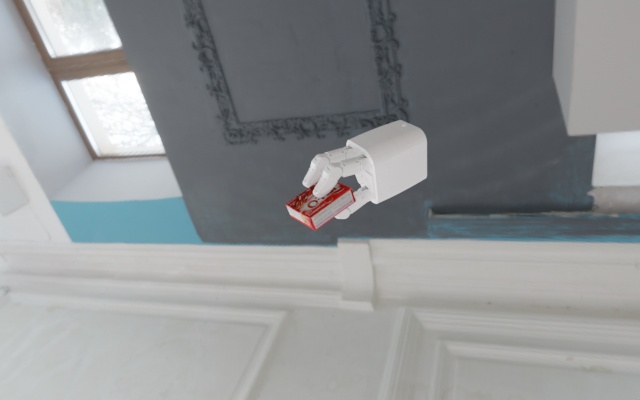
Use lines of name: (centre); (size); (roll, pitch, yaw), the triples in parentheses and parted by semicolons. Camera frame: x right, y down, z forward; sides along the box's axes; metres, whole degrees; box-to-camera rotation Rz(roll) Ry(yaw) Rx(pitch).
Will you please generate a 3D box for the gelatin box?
gelatin box: (0.000, 0.003, 0.769); (0.089, 0.030, 0.073); (-36, 35, -21)
